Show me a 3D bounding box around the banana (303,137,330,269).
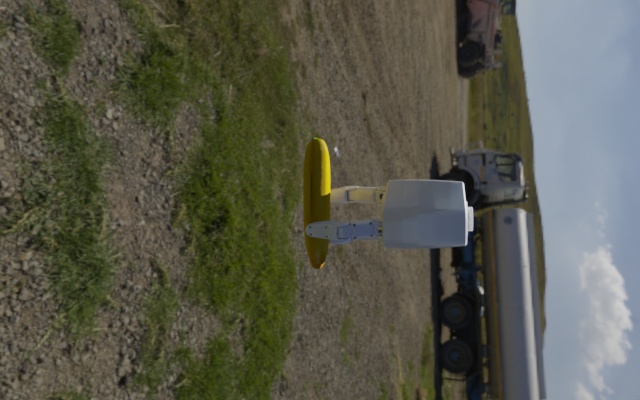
[{"bbox_3d":[-0.003,-0.005,0.668,0.037,0.197,0.070,-2,-13,10],"label":"banana"}]
